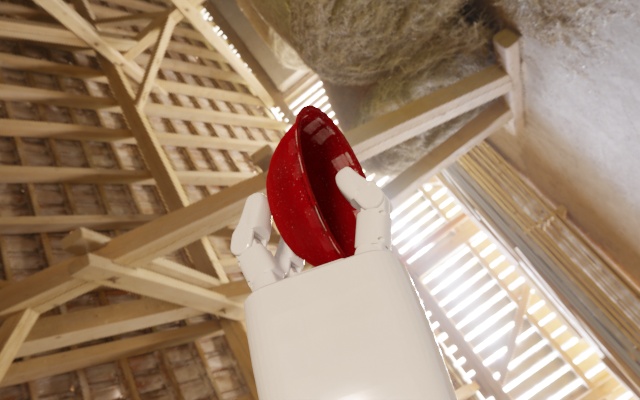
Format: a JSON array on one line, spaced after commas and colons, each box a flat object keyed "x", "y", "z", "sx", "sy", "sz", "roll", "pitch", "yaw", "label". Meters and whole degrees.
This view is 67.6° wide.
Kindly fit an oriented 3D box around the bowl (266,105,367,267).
[{"x": 0.000, "y": 0.001, "z": 0.421, "sx": 0.055, "sy": 0.162, "sz": 0.162, "roll": -22, "pitch": -8, "yaw": 21, "label": "bowl"}]
